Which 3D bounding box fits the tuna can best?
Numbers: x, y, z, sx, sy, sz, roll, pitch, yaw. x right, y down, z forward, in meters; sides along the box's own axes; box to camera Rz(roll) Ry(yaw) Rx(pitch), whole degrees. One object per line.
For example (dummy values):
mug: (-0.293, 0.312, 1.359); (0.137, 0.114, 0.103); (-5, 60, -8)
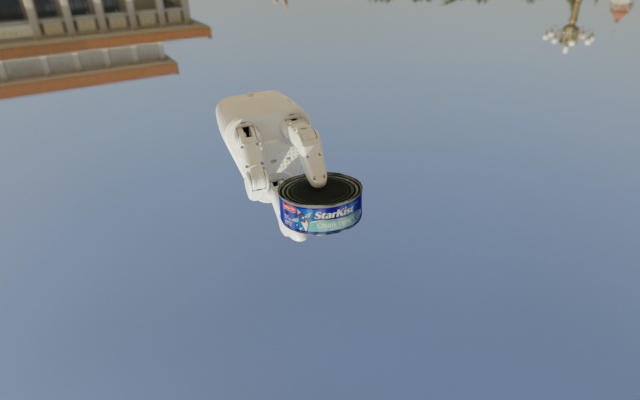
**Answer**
tuna can: (0.000, 0.002, 0.486); (0.086, 0.034, 0.086); (-2, 25, 1)
